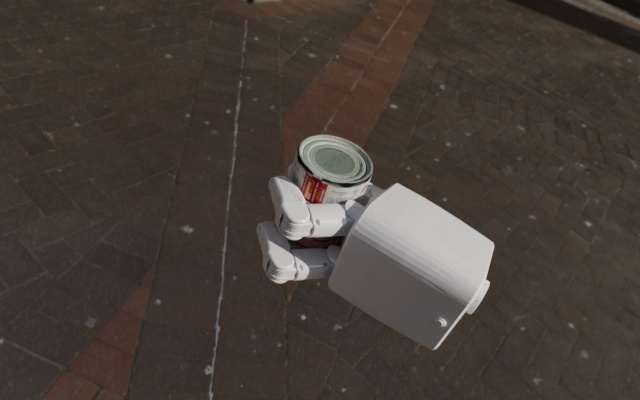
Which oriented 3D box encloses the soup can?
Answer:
[{"bbox_3d":[0.000,0.001,0.428,0.068,0.102,0.068,11,40,-10],"label":"soup can"}]
